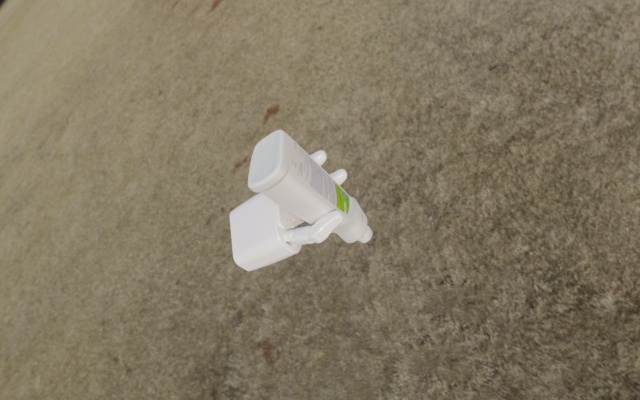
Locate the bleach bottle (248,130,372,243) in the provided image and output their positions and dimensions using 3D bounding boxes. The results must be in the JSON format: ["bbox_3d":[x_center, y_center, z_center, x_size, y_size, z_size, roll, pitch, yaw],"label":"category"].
[{"bbox_3d":[0.000,0.002,0.744,0.068,0.102,0.251,-27,-48,29],"label":"bleach bottle"}]
